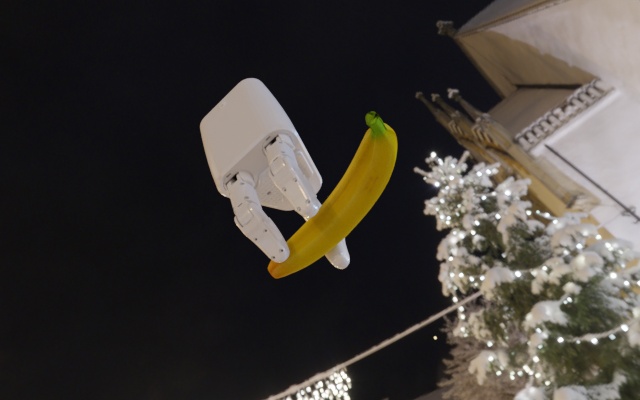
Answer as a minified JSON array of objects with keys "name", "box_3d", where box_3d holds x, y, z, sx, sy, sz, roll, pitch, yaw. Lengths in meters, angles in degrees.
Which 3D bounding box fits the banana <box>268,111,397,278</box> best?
[{"name":"banana","box_3d":[0.017,0.000,0.436,0.069,0.198,0.037,5,41,-36]}]
